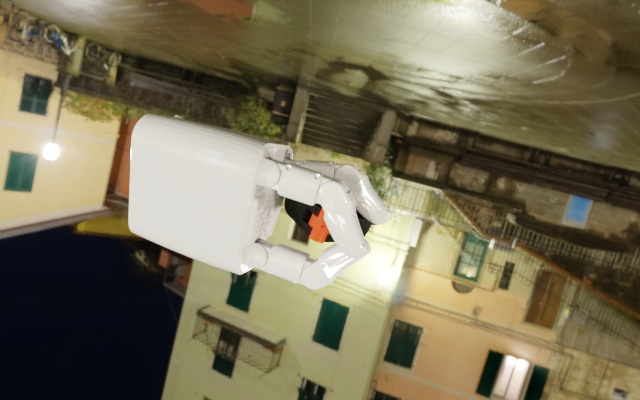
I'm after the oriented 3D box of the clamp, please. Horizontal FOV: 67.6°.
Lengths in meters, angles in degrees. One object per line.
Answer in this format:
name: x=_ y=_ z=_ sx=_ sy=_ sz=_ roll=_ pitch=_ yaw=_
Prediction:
clamp: x=0.000 y=0.002 z=0.451 sx=0.120 sy=0.039 sz=0.171 roll=19 pitch=7 yaw=10
